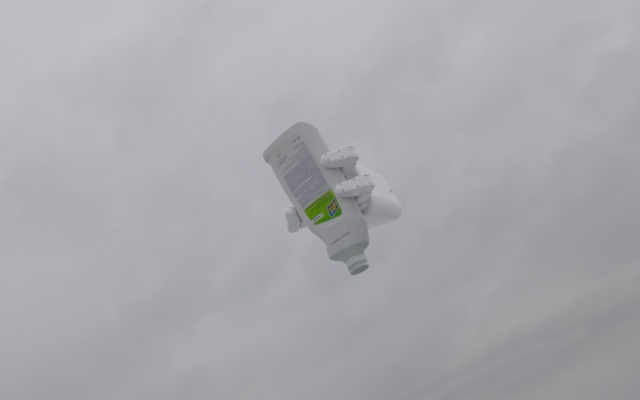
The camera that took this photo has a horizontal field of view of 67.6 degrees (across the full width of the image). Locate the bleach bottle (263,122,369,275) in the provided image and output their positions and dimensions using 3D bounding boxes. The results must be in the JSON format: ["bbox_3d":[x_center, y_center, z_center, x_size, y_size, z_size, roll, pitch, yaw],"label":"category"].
[{"bbox_3d":[0.000,0.002,0.731,0.102,0.250,0.068,-40,-29,25],"label":"bleach bottle"}]
